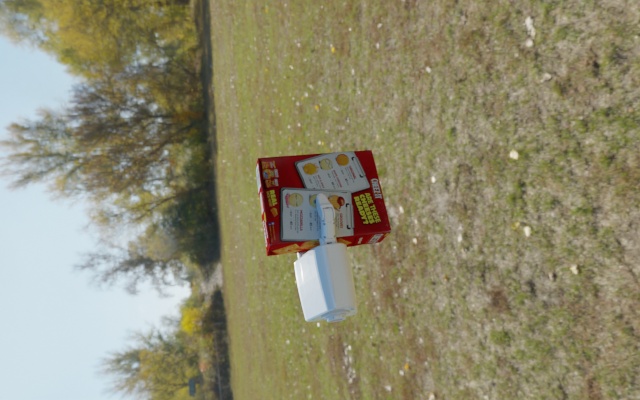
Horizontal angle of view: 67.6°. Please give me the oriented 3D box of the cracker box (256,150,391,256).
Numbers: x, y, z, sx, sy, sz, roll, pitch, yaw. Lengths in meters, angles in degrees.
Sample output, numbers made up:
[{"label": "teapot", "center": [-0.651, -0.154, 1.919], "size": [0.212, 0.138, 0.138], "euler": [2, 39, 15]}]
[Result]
[{"label": "cracker box", "center": [0.000, 0.003, 0.852], "size": [0.213, 0.164, 0.072], "euler": [-5, -22, -14]}]
